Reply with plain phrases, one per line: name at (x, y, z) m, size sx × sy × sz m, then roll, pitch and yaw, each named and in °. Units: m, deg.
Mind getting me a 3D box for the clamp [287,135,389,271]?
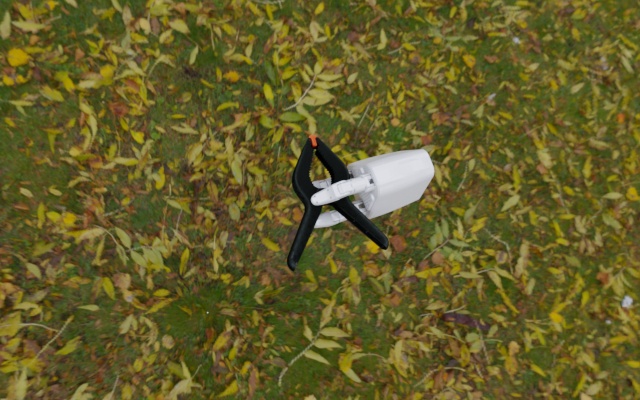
clamp at (0.000, 0.002, 0.747) m, size 0.164 × 0.210 × 0.036 m, roll -18°, pitch -8°, yaw -17°
